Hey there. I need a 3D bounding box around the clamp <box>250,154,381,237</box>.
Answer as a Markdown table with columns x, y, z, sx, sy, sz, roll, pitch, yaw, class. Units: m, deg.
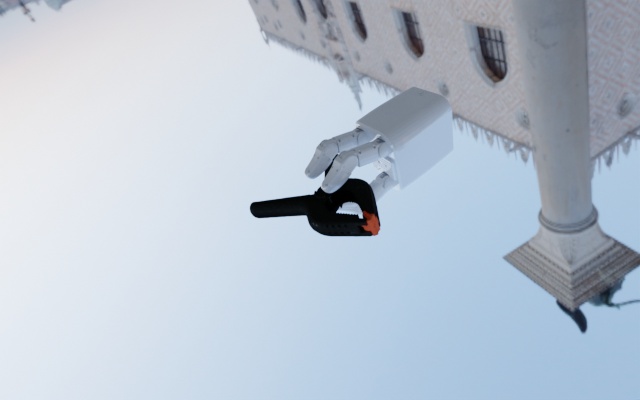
| x | y | z | sx | sy | sz | roll | pitch | yaw | class |
| --- | --- | --- | --- | --- | --- | --- | --- | --- | --- |
| 0.001 | 0.003 | 0.645 | 0.164 | 0.036 | 0.210 | -36 | 36 | -9 | clamp |
